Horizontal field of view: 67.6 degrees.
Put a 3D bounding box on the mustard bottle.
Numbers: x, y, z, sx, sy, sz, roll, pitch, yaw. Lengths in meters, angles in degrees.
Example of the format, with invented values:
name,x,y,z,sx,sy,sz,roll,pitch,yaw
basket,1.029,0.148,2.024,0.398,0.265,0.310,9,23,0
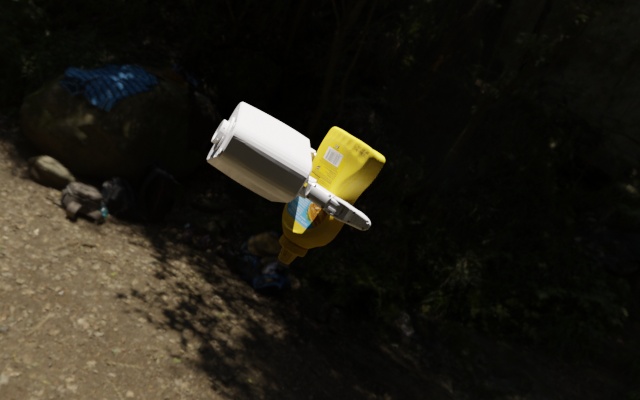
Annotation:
name,x,y,z,sx,sy,sz,roll,pitch,yaw
mustard bottle,0.000,0.002,0.636,0.058,0.191,0.096,26,10,-44
